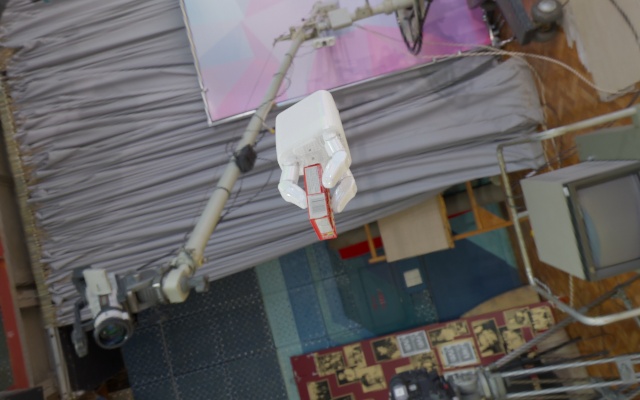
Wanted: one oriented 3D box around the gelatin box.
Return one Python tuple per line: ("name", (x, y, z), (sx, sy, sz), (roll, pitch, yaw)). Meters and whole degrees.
("gelatin box", (0.000, 0.003, 0.693), (0.030, 0.089, 0.073), (-11, -30, 6))
